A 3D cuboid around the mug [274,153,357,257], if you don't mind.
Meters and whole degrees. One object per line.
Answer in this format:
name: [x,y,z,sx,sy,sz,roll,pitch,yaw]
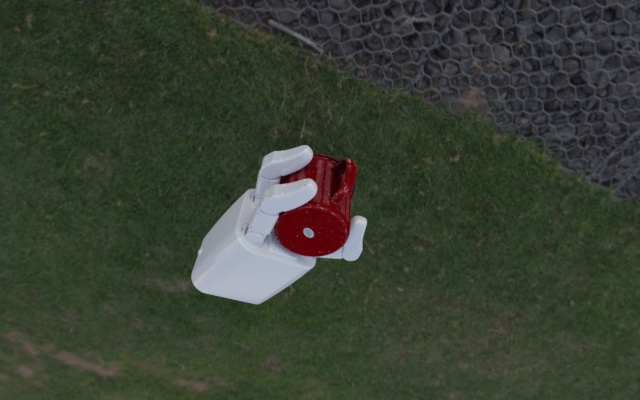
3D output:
mug: [0.001,0.001,0.526,0.093,0.081,0.117,33,-54,-23]
